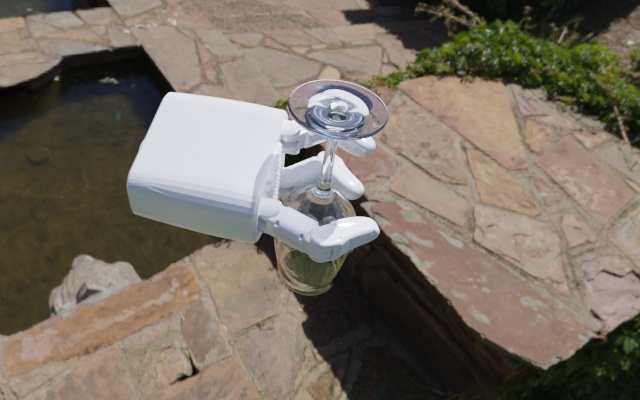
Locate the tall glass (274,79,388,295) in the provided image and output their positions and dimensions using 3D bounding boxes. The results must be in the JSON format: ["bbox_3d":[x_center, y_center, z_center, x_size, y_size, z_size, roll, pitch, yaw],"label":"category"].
[{"bbox_3d":[0.000,0.001,0.416,0.079,0.079,0.201,0,-44,-10],"label":"tall glass"}]
